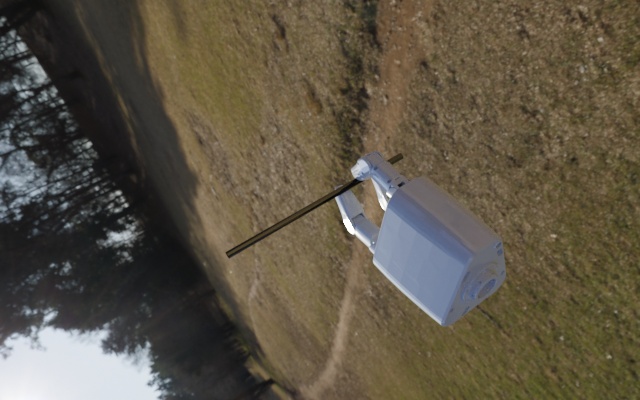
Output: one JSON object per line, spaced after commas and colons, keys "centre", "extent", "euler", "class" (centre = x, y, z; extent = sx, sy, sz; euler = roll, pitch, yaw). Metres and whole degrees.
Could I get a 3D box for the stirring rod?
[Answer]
{"centre": [0.000, 0.002, 0.544], "extent": [0.239, 0.011, 0.011], "euler": [-30, 11, -19], "class": "stirring rod"}
